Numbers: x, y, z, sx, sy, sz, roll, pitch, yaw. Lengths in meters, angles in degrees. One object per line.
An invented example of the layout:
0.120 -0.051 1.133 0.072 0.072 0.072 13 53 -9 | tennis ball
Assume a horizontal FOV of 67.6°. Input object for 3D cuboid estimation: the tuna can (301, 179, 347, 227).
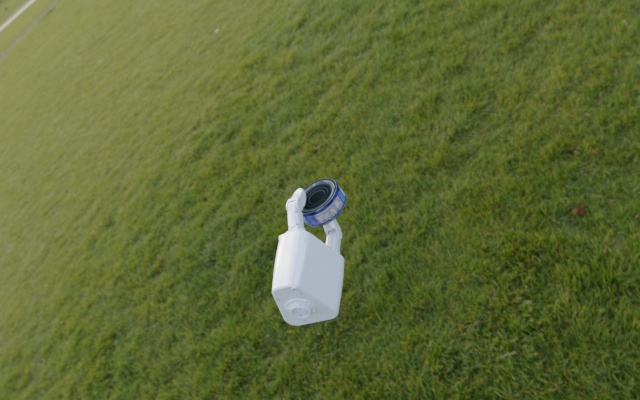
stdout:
0.000 0.002 0.820 0.086 0.086 0.034 0 -42 43 | tuna can
